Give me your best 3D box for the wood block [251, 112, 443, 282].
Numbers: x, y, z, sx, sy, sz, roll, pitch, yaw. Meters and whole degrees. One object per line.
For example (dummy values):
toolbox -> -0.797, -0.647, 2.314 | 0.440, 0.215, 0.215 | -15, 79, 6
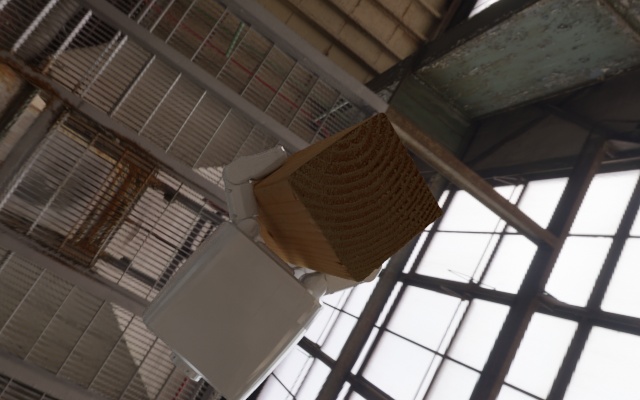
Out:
wood block -> 0.000, 0.001, 0.427 | 0.090, 0.091, 0.206 | -36, 10, -18
